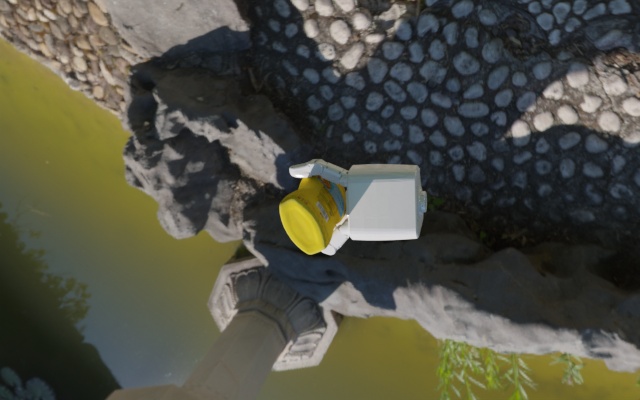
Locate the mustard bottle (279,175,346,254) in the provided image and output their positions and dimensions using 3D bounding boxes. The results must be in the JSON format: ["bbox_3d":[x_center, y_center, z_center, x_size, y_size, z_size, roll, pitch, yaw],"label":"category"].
[{"bbox_3d":[0.000,0.003,0.784,0.058,0.096,0.191,-26,14,27],"label":"mustard bottle"}]
